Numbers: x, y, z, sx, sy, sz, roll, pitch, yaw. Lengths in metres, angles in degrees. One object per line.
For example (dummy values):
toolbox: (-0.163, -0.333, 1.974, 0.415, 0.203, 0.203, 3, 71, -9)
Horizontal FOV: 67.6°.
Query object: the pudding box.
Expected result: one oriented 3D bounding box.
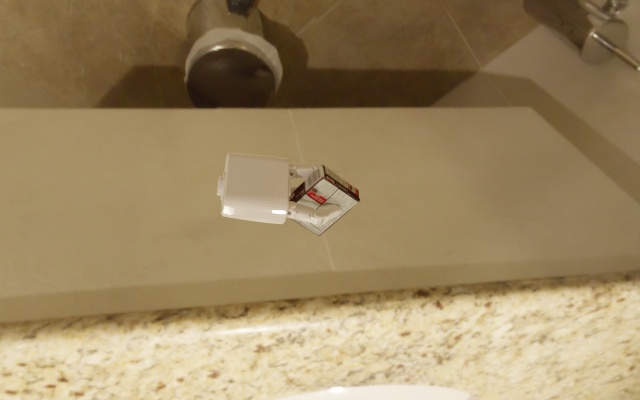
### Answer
pudding box: (0.000, 0.003, 0.850, 0.090, 0.039, 0.113, 33, -58, -28)
